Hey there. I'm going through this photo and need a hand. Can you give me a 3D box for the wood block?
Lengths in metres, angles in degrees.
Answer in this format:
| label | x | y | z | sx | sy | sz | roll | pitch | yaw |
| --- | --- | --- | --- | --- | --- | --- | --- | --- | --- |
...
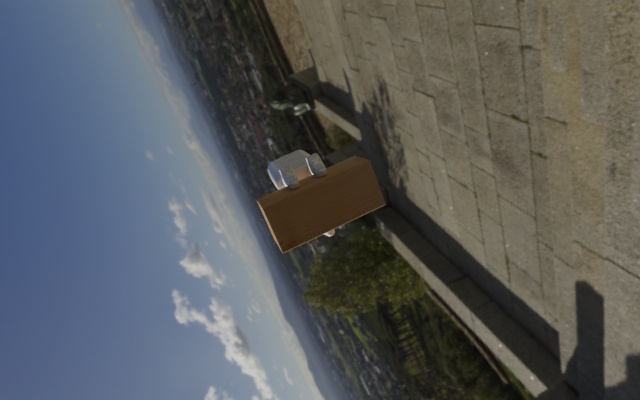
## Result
| label | x | y | z | sx | sy | sz | roll | pitch | yaw |
| --- | --- | --- | --- | --- | --- | --- | --- | --- | --- |
| wood block | 0.000 | 0.003 | 0.873 | 0.206 | 0.091 | 0.090 | -25 | 16 | -9 |
